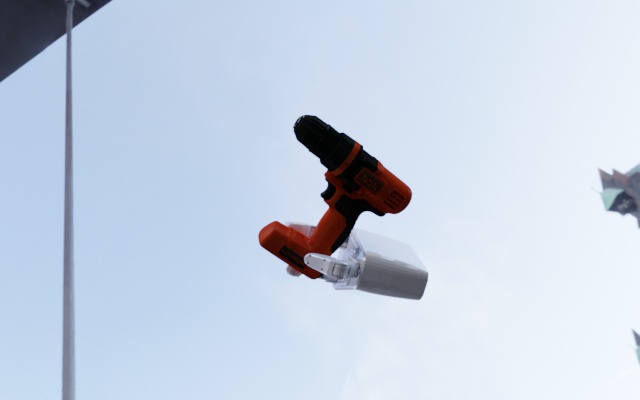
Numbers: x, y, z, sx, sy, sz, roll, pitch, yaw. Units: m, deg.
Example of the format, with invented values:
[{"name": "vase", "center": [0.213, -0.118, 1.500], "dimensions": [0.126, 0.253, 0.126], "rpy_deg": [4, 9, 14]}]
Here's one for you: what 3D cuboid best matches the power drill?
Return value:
[{"name": "power drill", "center": [0.000, 0.003, 0.635], "dimensions": [0.184, 0.188, 0.057], "rpy_deg": [37, 19, -13]}]
